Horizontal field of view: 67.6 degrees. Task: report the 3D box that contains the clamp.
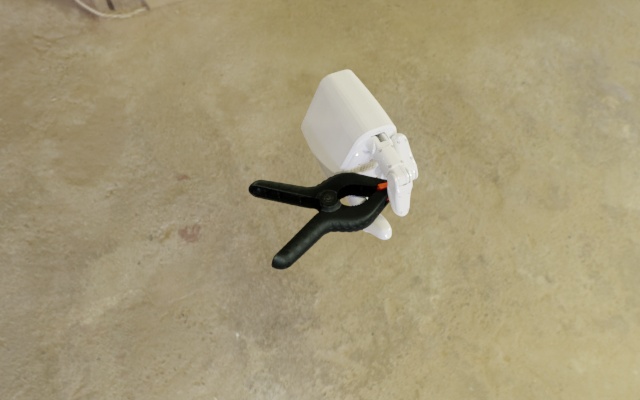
[{"bbox_3d":[0.000,0.002,0.565,0.171,0.120,0.039,-21,-26,-18],"label":"clamp"}]
